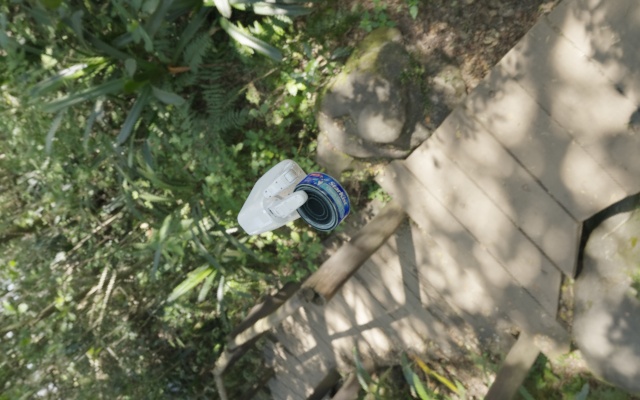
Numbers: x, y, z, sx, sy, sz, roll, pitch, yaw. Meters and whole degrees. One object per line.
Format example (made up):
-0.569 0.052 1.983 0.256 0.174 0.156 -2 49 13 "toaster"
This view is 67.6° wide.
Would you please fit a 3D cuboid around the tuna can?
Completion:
0.000 0.003 0.704 0.086 0.086 0.033 0 33 43 "tuna can"
